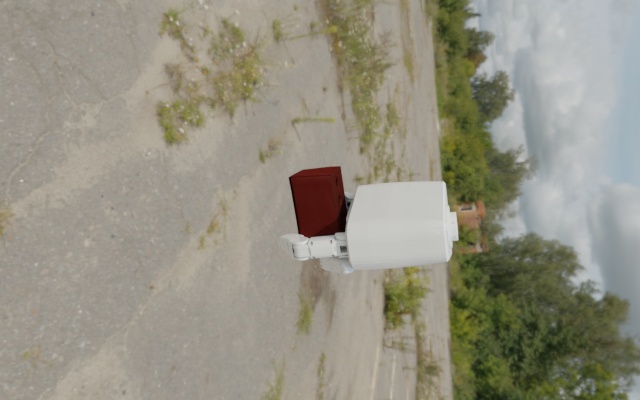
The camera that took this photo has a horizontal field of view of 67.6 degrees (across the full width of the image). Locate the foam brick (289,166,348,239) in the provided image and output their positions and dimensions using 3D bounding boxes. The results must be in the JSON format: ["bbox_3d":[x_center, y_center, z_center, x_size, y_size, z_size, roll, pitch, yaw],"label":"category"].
[{"bbox_3d":[0.000,0.002,0.570,0.051,0.078,0.053,-5,14,18],"label":"foam brick"}]
